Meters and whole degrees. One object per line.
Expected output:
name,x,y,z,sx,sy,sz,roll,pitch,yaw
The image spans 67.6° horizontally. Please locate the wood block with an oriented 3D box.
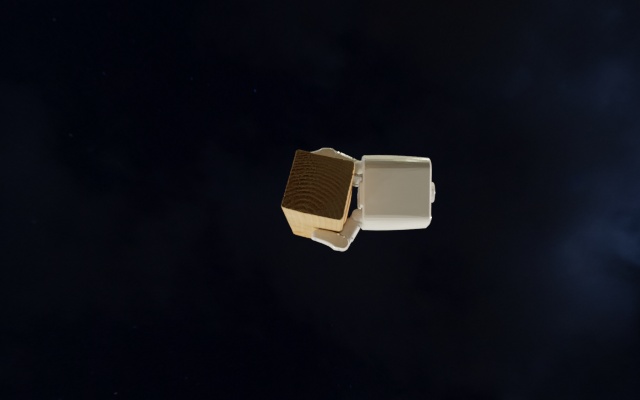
wood block,0.000,0.003,0.772,0.090,0.090,0.206,12,-14,5
